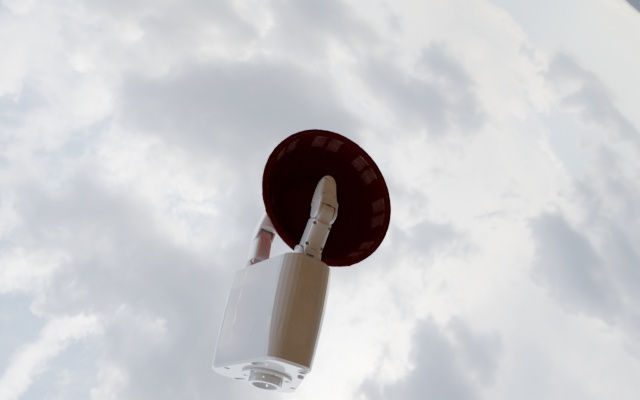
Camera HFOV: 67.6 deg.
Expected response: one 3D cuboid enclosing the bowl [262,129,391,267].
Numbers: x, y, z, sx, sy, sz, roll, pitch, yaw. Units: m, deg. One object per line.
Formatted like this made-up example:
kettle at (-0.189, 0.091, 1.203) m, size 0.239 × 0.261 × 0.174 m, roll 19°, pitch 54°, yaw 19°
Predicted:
bowl at (0.000, 0.001, 0.552) m, size 0.162 × 0.162 × 0.055 m, roll 0°, pitch -17°, yaw -28°
